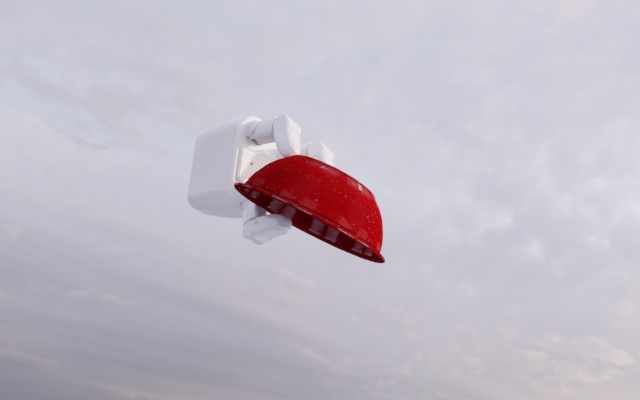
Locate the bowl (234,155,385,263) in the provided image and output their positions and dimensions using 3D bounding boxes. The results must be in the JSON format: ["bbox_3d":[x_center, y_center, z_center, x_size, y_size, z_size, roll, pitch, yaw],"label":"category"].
[{"bbox_3d":[0.001,0.002,0.464,0.162,0.055,0.162,27,-9,5],"label":"bowl"}]
